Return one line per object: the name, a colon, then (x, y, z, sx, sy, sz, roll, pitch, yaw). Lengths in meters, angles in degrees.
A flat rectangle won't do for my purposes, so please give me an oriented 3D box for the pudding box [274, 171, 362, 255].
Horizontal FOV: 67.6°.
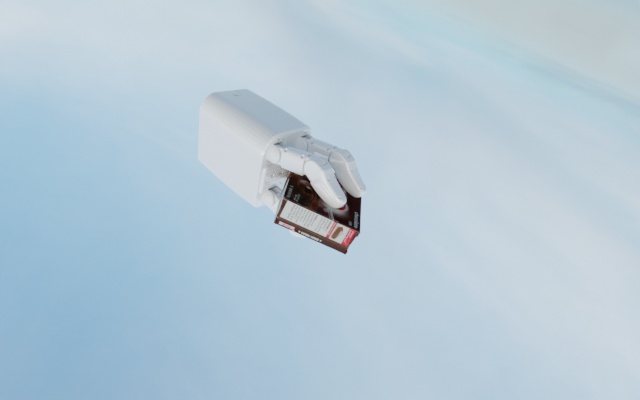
pudding box: (0.000, 0.002, 0.546, 0.090, 0.039, 0.113, 24, 30, -7)
